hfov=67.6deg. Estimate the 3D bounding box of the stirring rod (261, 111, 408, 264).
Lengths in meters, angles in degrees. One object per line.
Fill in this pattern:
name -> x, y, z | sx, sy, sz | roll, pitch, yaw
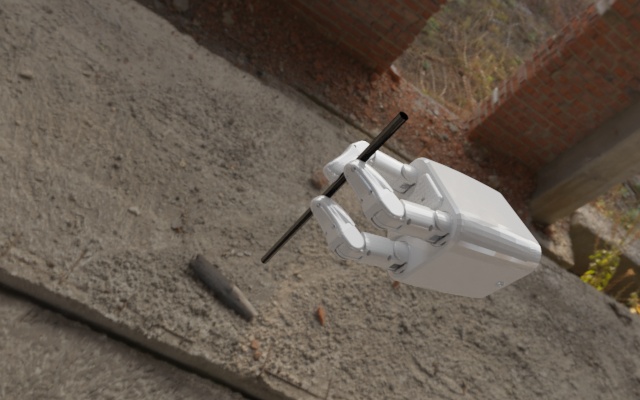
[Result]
stirring rod -> 0.000, 0.001, 0.429 | 0.011, 0.011, 0.240 | 0, -32, -36
